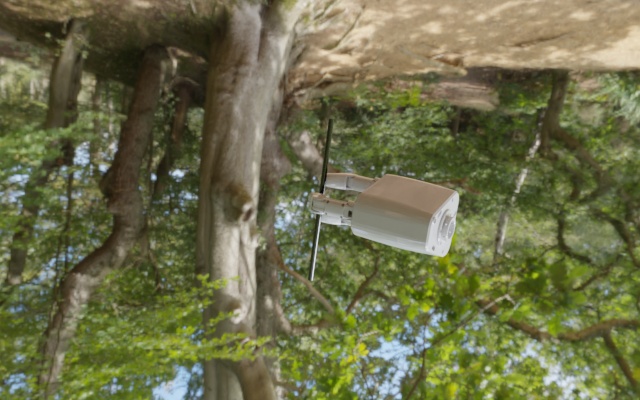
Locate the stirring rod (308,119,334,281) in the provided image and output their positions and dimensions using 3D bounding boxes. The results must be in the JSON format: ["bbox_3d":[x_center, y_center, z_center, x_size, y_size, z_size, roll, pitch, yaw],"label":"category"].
[{"bbox_3d":[0.000,0.002,0.696,0.011,0.239,0.011,7,11,-1],"label":"stirring rod"}]
